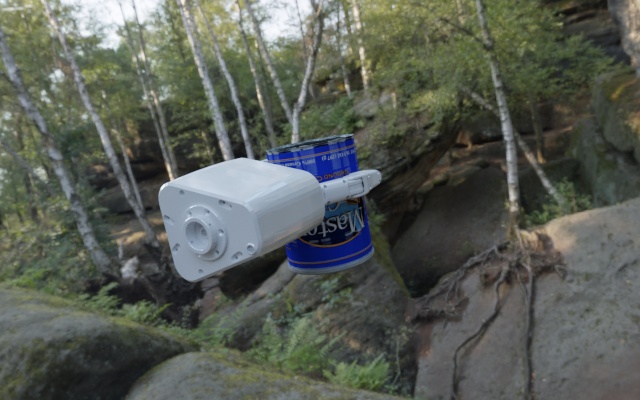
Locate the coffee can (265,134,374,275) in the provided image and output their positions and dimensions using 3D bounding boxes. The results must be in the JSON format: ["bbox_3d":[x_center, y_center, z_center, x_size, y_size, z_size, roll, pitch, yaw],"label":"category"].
[{"bbox_3d":[0.000,0.002,0.552,0.103,0.140,0.103,-10,10,2],"label":"coffee can"}]
